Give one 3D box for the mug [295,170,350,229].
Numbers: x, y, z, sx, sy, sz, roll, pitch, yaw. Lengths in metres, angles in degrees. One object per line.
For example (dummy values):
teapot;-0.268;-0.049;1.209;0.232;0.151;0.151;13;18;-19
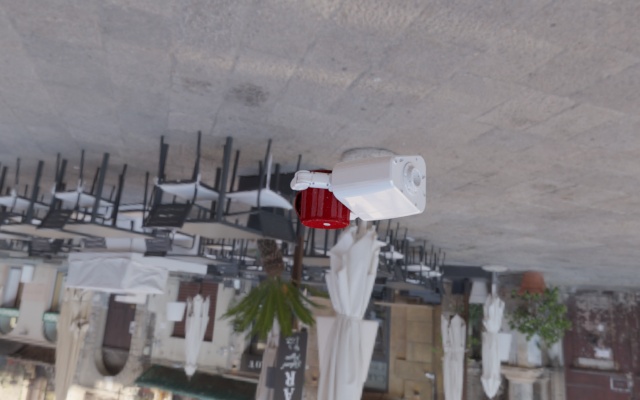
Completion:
mug;-0.001;0.003;0.799;0.117;0.081;0.093;-8;-17;40
